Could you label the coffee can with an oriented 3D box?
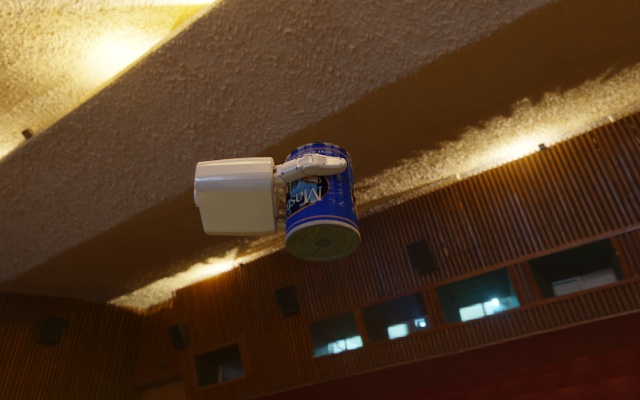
[{"bbox_3d":[0.000,0.002,0.686,0.103,0.140,0.103,-2,-35,-2],"label":"coffee can"}]
